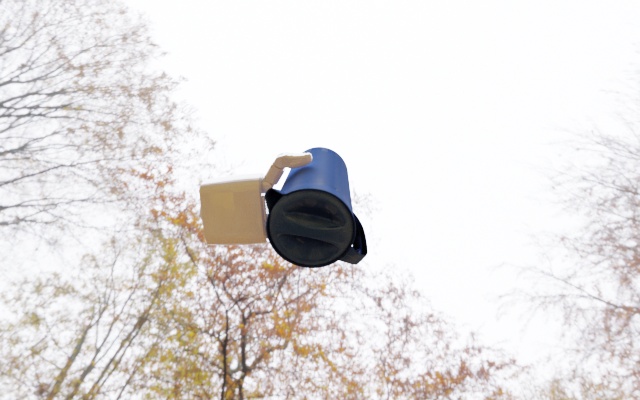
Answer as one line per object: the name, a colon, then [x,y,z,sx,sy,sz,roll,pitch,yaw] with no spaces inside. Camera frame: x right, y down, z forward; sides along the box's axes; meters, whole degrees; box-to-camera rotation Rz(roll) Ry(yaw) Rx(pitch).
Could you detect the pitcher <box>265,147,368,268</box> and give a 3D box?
pitcher: [0.000,0.003,0.805,0.145,0.149,0.242,-5,24,6]
